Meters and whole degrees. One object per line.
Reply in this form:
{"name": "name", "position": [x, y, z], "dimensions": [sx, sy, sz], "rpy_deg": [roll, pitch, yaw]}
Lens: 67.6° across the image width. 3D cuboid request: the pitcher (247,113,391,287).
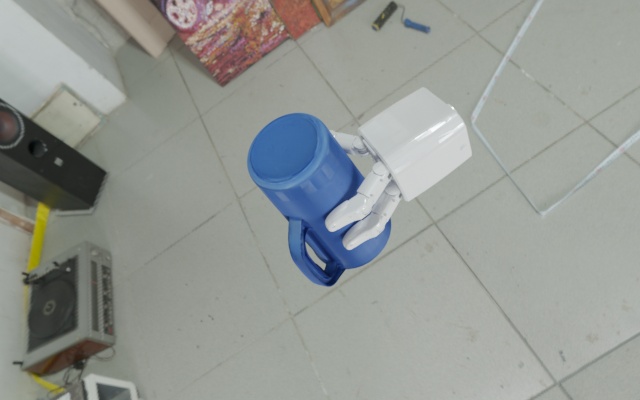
{"name": "pitcher", "position": [0.000, 0.002, 0.647], "dimensions": [0.145, 0.149, 0.243], "rpy_deg": [-32, -36, 6]}
